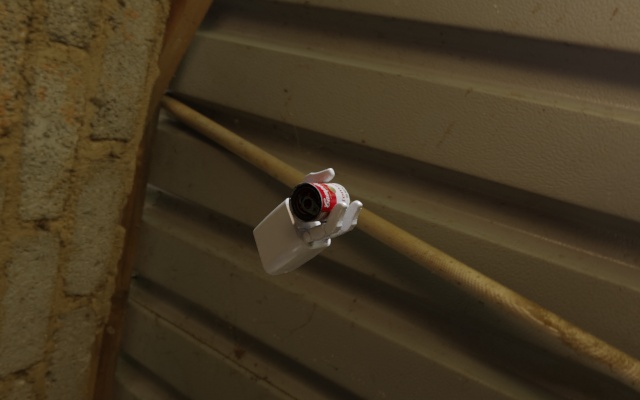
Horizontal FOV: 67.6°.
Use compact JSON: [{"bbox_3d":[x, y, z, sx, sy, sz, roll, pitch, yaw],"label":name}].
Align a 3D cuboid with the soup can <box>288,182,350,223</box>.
[{"bbox_3d":[0.001,0.002,0.846,0.068,0.068,0.102,0,1,32],"label":"soup can"}]
